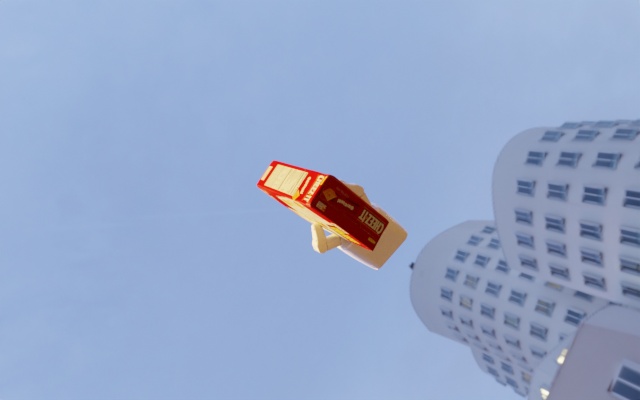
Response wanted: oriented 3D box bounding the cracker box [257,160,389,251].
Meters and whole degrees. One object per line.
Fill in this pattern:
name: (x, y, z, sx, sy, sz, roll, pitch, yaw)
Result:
cracker box: (0.000, 0.003, 0.890, 0.164, 0.072, 0.213, 36, -9, -32)
